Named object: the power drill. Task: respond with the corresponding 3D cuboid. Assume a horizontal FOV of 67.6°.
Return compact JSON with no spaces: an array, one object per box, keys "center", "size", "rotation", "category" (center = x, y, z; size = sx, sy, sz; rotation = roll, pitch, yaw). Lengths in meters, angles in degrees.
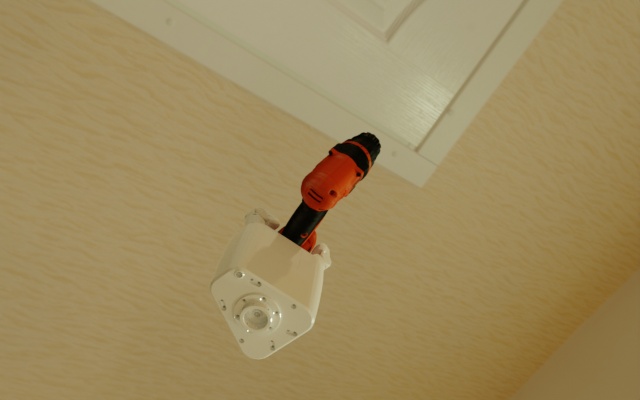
[{"center":[0.000,0.003,0.625],"size":[0.057,0.188,0.184],"rotation":[38,35,7],"category":"power drill"}]
